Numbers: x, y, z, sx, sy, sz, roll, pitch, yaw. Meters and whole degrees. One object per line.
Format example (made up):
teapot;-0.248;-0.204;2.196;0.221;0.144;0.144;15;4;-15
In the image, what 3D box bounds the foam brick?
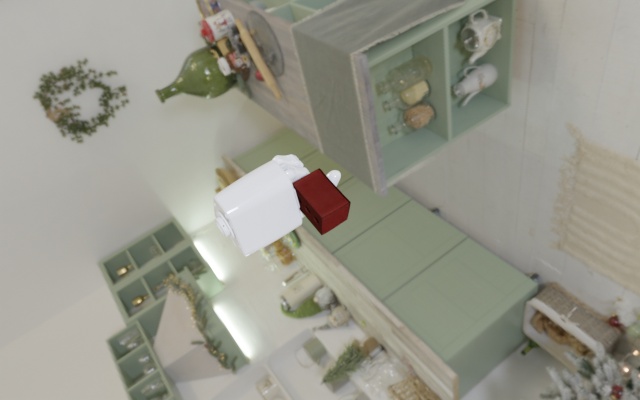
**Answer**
foam brick;0.000;0.002;0.718;0.051;0.078;0.053;-31;-27;-21
